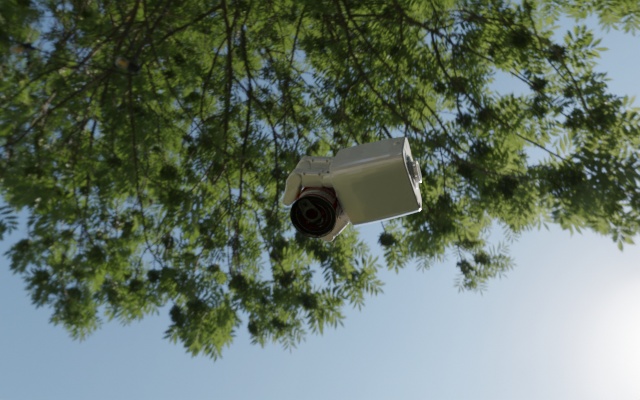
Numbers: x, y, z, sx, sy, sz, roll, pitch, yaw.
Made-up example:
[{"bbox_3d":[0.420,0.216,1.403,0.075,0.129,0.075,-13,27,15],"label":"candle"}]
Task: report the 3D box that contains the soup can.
[{"bbox_3d":[0.000,0.002,0.718,0.068,0.068,0.102,0,25,13],"label":"soup can"}]
